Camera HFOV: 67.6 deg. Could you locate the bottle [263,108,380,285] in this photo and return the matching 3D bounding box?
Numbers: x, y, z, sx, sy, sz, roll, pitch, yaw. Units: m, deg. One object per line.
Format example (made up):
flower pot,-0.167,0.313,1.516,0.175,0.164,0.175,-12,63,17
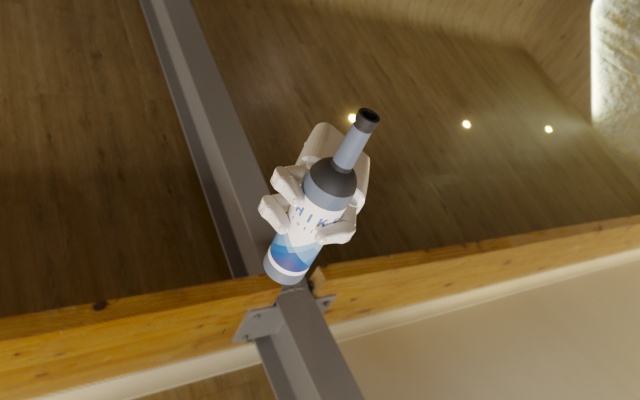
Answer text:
bottle,0.000,0.002,0.636,0.069,0.069,0.296,0,-42,-31
